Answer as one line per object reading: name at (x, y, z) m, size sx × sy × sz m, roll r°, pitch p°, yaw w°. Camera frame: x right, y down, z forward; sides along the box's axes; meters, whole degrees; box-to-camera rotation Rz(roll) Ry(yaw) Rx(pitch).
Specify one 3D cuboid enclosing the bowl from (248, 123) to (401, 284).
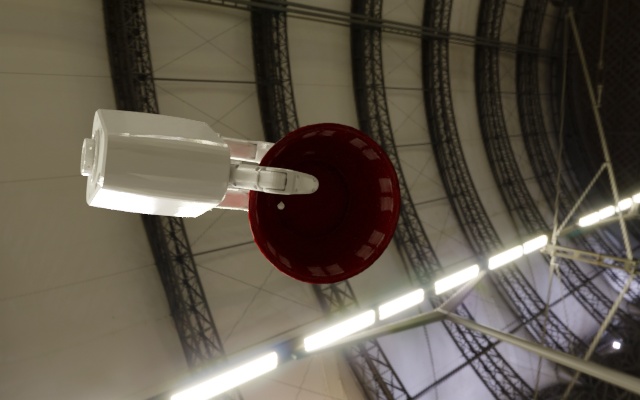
bowl at (0.001, 0.002, 0.498) m, size 0.162 × 0.162 × 0.055 m, roll 0°, pitch 6°, yaw -18°
